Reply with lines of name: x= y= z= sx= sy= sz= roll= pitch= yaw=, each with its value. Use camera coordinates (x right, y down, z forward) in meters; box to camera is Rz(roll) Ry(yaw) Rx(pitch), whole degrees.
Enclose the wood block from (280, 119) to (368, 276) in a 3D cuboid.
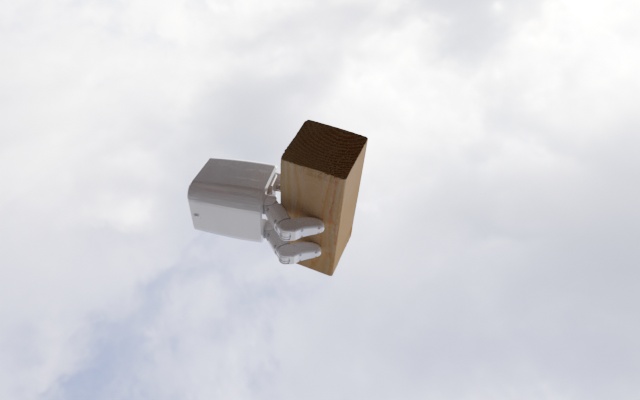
wood block: x=0.000 y=0.002 z=0.677 sx=0.090 sy=0.090 sz=0.206 roll=18 pitch=-41 yaw=11
